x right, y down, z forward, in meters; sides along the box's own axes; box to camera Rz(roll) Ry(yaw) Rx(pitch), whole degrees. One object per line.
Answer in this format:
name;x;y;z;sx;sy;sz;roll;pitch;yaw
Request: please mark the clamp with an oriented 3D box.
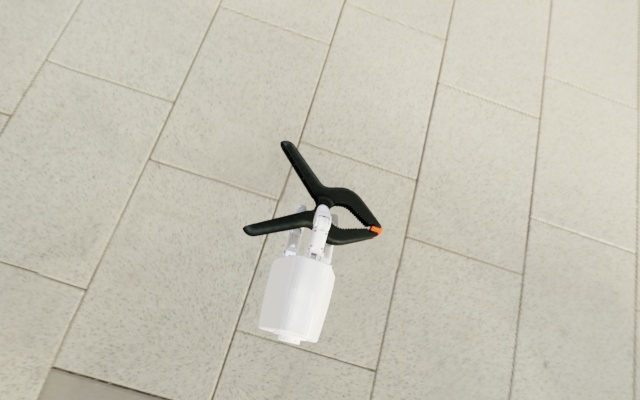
clamp;0.001;0.003;0.753;0.210;0.164;0.036;16;-15;-6
